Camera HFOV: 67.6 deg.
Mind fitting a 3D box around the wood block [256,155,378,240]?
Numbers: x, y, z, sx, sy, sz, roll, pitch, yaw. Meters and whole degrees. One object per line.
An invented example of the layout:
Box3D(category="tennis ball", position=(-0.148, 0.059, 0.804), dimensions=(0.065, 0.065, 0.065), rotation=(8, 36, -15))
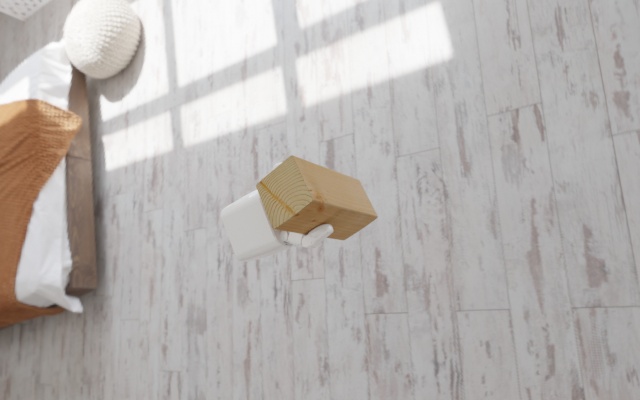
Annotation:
Box3D(category="wood block", position=(0.000, 0.003, 0.831), dimensions=(0.090, 0.090, 0.206), rotation=(-36, -27, 25))
